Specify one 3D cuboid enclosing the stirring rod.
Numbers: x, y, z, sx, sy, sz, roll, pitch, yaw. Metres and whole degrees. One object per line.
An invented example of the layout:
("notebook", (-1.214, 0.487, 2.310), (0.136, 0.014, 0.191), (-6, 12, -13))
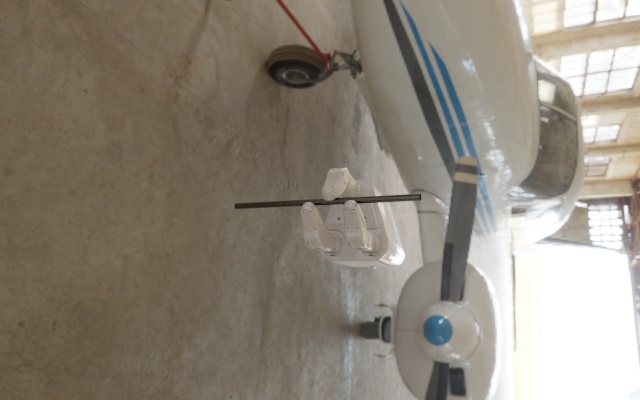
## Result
("stirring rod", (0.000, 0.002, 0.574), (0.239, 0.011, 0.011), (-3, -1, 23))
